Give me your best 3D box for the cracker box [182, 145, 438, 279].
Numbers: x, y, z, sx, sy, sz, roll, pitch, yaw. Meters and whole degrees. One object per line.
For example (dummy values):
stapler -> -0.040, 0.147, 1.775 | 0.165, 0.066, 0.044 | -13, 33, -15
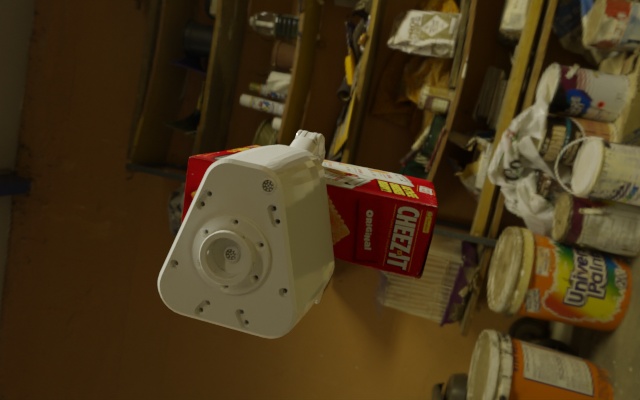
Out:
cracker box -> 0.000, 0.001, 0.471 | 0.213, 0.072, 0.164 | 13, 12, 10
